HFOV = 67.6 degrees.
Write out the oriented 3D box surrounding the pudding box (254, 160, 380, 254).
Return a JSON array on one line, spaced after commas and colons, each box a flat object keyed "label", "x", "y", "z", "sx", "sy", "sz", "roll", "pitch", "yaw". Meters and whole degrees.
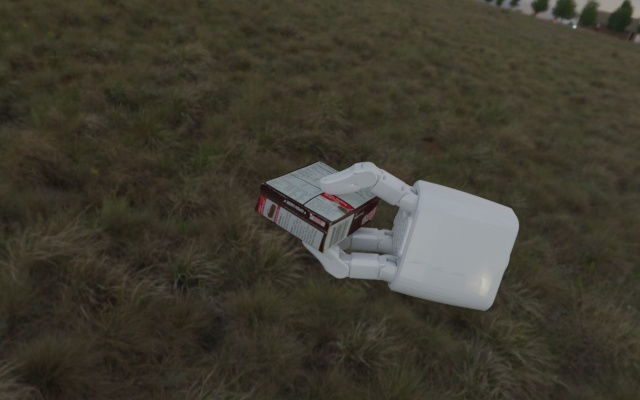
[{"label": "pudding box", "x": 0.000, "y": 0.002, "z": 0.511, "sx": 0.090, "sy": 0.039, "sz": 0.113, "roll": 29, "pitch": 28, "yaw": 22}]
